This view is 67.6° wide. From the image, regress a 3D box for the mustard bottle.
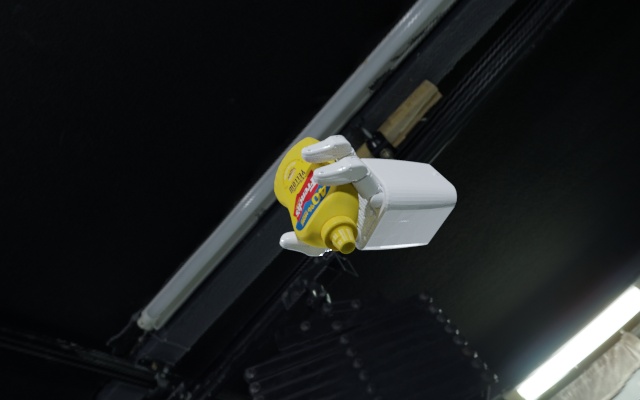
[{"bbox_3d":[0.000,0.002,0.589,0.058,0.096,0.191,25,19,-32],"label":"mustard bottle"}]
